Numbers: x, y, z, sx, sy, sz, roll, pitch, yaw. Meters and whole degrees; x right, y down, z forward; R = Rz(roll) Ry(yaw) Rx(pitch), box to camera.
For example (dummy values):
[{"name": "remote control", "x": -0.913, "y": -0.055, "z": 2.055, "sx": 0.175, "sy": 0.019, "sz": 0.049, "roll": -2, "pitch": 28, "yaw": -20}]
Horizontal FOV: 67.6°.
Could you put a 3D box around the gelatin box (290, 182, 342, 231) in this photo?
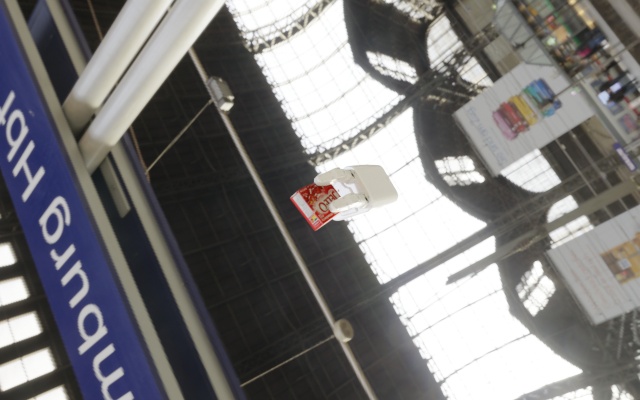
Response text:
[{"name": "gelatin box", "x": 0.000, "y": 0.003, "z": 0.852, "sx": 0.030, "sy": 0.073, "sz": 0.089, "roll": -41, "pitch": -6, "yaw": 41}]
